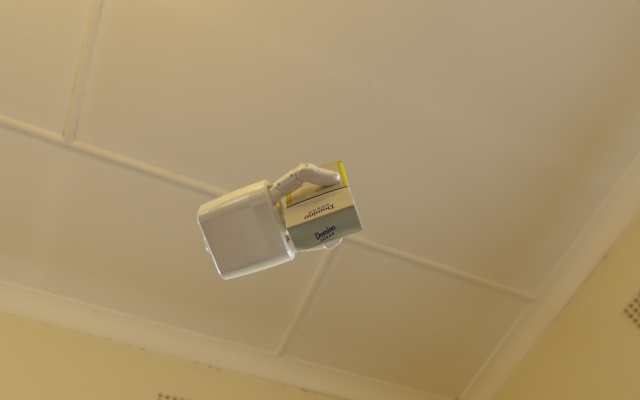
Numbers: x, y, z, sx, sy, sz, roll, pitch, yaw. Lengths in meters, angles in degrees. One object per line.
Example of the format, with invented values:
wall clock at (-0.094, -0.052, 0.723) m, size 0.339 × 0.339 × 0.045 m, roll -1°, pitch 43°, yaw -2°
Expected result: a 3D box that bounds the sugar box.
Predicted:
sugar box at (0.000, 0.003, 0.675) m, size 0.093 × 0.048 × 0.176 m, roll -19°, pitch 26°, yaw 5°
